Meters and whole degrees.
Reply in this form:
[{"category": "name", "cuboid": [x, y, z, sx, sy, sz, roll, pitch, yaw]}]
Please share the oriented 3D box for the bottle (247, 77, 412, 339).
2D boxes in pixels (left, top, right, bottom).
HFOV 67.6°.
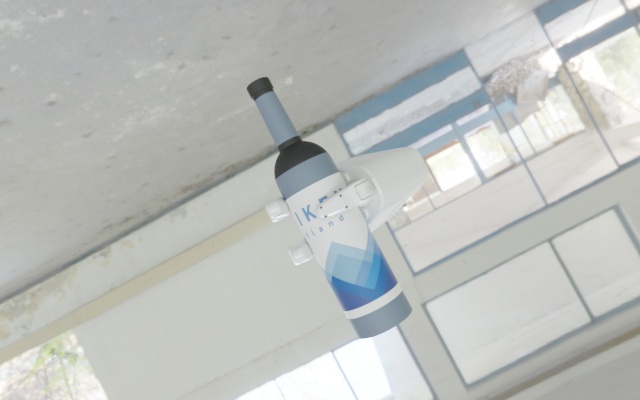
[{"category": "bottle", "cuboid": [0.000, 0.002, 0.517, 0.069, 0.295, 0.069, -28, -2, -1]}]
